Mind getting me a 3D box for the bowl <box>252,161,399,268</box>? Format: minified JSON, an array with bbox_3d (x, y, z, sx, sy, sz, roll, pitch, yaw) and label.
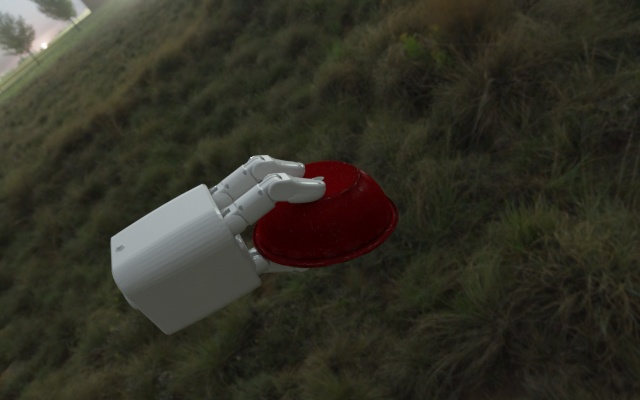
[{"bbox_3d":[0.001,0.001,0.511,0.162,0.055,0.162,-9,28,5],"label":"bowl"}]
